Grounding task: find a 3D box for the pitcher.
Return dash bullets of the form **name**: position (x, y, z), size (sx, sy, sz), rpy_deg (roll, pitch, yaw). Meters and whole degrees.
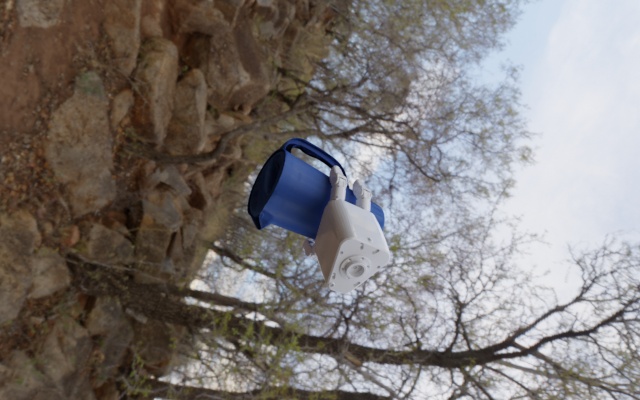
- **pitcher**: position (0.000, 0.003, 0.892), size (0.243, 0.149, 0.145), rpy_deg (26, 24, -24)
